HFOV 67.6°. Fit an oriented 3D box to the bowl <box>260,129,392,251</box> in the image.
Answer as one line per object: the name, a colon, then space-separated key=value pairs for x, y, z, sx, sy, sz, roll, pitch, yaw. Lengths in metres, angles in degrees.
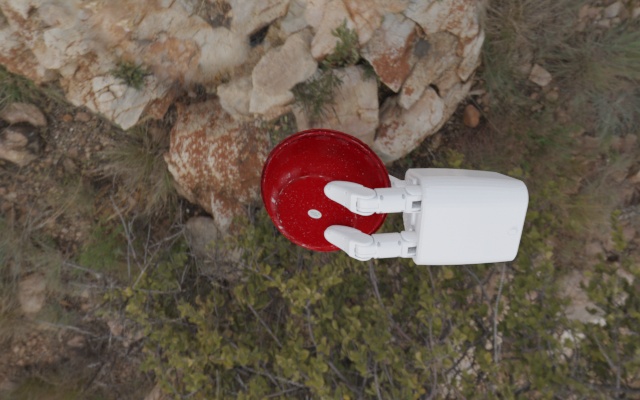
bowl: x=-0.001 y=0.002 z=0.554 sx=0.162 sy=0.162 sz=0.055 roll=0 pitch=27 yaw=13
